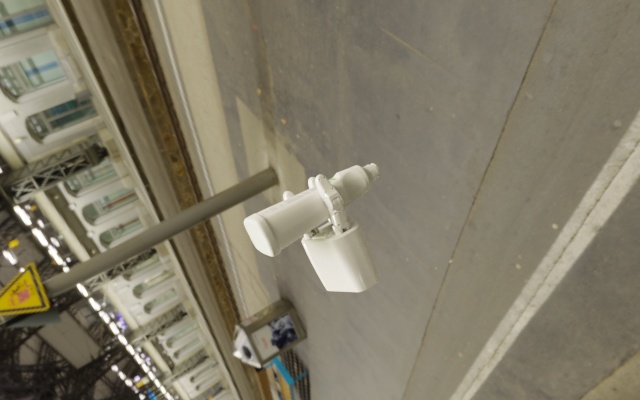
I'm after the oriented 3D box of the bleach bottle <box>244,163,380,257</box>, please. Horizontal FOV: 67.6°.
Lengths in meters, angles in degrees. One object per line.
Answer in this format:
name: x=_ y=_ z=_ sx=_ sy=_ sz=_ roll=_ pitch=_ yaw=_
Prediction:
bleach bottle: x=0.000 y=0.003 z=0.806 sx=0.251 sy=0.068 sz=0.102 roll=-29 pitch=13 yaw=-21
